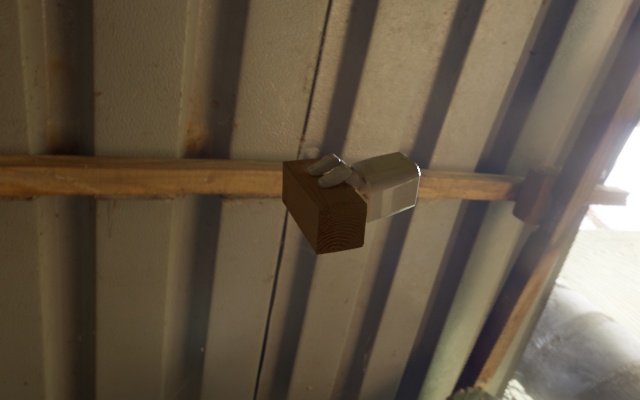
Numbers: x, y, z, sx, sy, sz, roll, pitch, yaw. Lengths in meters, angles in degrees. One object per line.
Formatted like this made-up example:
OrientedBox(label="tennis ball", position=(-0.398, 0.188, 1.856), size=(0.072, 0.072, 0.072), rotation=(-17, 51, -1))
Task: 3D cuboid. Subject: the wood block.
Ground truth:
OrientedBox(label="wood block", position=(0.000, 0.003, 0.880), size=(0.090, 0.091, 0.206), rotation=(-7, 28, -19))
